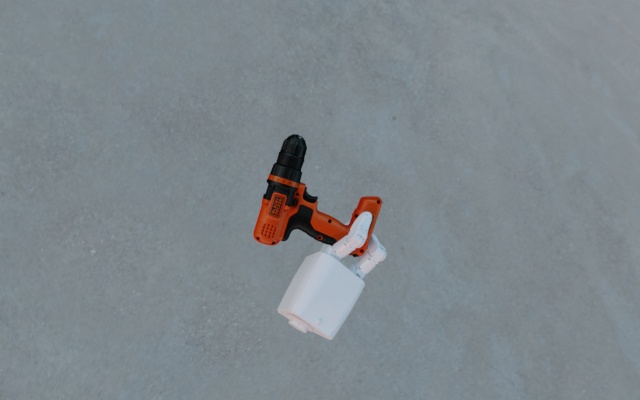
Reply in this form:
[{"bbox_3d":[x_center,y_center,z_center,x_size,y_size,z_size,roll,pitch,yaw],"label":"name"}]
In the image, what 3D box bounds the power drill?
[{"bbox_3d":[0.000,0.003,0.780,0.187,0.184,0.057,18,3,-6],"label":"power drill"}]
